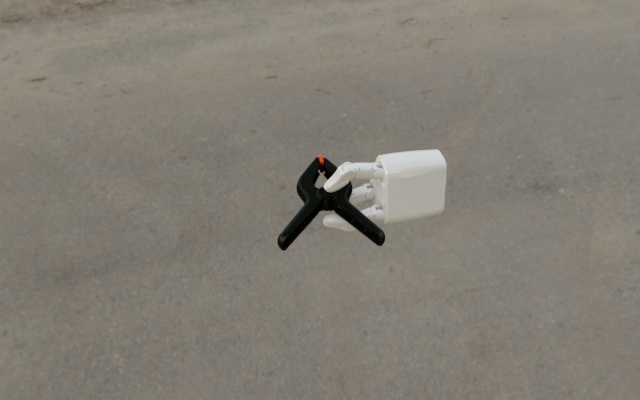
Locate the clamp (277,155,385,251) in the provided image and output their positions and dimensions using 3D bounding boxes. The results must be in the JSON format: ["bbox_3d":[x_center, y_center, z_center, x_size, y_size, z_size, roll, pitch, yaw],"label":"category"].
[{"bbox_3d":[0.000,0.002,0.787,0.164,0.036,0.209,-6,45,-11],"label":"clamp"}]
